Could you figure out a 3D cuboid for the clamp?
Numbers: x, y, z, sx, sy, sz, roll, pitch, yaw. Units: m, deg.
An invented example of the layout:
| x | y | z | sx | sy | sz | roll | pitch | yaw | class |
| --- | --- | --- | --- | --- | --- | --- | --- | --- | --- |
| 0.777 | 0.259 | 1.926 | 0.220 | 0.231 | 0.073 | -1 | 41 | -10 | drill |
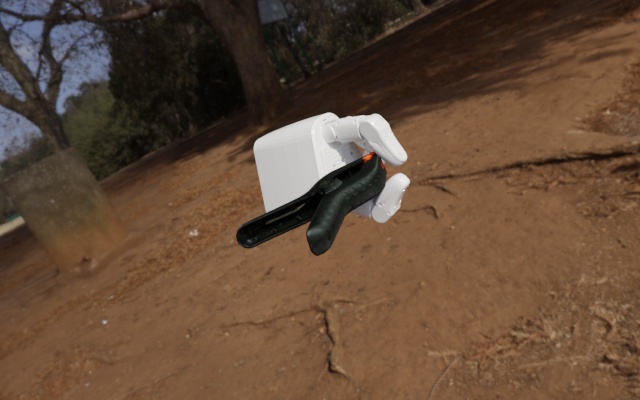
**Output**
| x | y | z | sx | sy | sz | roll | pitch | yaw | class |
| --- | --- | --- | --- | --- | --- | --- | --- | --- | --- |
| 0.000 | 0.001 | 0.467 | 0.120 | 0.039 | 0.171 | 0 | 26 | 38 | clamp |
